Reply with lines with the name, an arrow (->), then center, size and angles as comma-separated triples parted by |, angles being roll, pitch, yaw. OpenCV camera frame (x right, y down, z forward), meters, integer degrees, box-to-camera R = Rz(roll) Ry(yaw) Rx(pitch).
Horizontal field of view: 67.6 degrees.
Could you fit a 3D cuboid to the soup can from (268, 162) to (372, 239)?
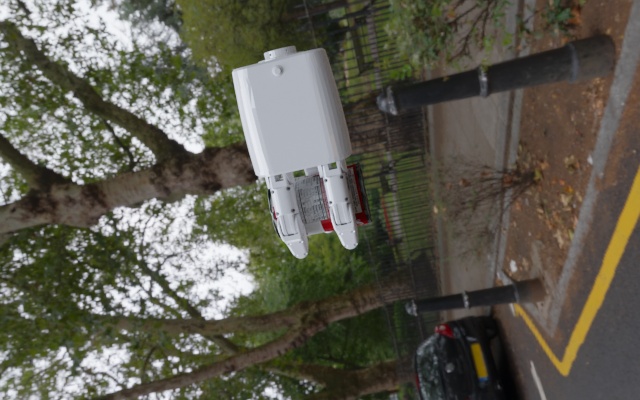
soup can -> 0.000, 0.002, 0.526 | 0.102, 0.068, 0.068 | -12, -2, 7
